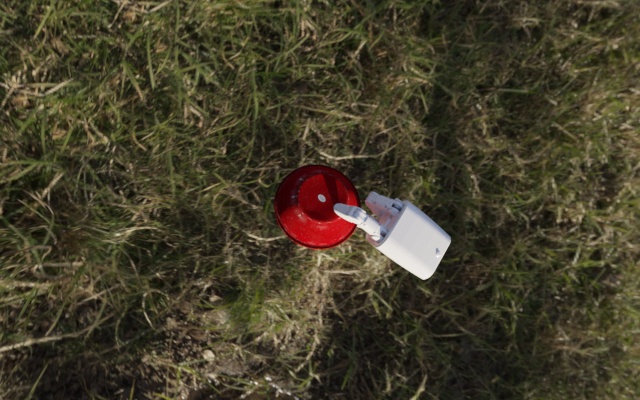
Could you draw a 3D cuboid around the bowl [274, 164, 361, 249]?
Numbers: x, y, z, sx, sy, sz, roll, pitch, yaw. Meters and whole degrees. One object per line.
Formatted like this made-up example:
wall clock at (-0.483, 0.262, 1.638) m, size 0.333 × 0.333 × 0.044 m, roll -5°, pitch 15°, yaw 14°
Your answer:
bowl at (-0.001, 0.002, 0.847) m, size 0.162 × 0.162 × 0.055 m, roll 0°, pitch -16°, yaw -10°
